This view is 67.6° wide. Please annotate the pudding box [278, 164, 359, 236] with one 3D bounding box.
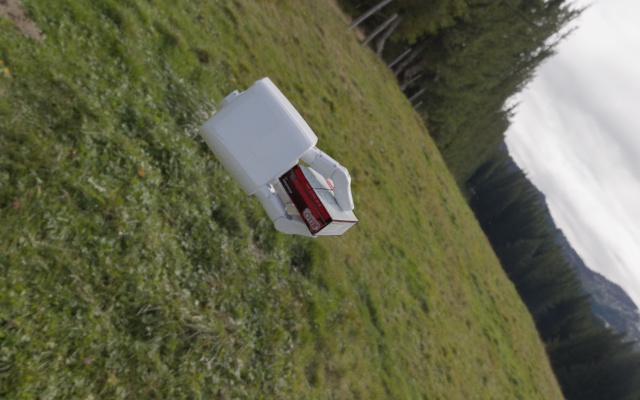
[{"bbox_3d":[0.000,0.002,0.644,0.039,0.090,0.113,-36,-16,18],"label":"pudding box"}]
